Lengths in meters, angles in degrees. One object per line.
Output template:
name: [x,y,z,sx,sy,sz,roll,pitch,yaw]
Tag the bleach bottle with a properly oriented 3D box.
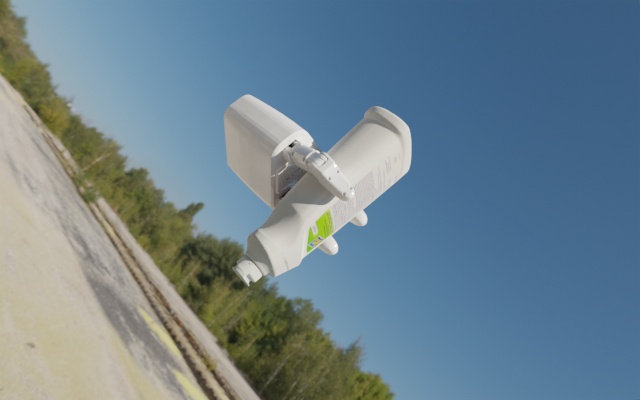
bleach bottle: [0.000,0.002,0.561,0.068,0.250,0.103,38,-20,31]
